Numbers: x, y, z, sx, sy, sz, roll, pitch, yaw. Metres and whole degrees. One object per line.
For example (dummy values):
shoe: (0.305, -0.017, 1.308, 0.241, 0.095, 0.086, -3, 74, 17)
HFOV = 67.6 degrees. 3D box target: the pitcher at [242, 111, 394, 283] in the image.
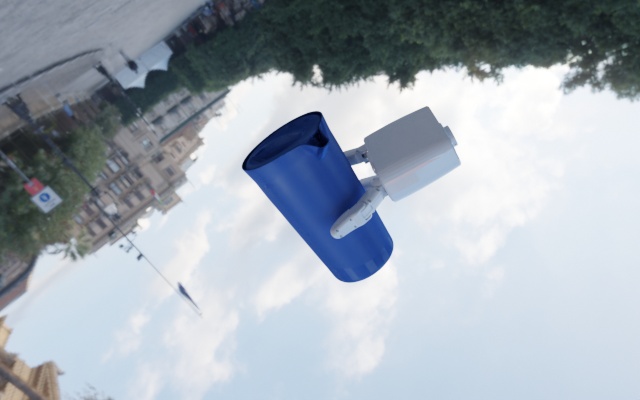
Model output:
pitcher: (0.000, 0.002, 0.705, 0.145, 0.243, 0.149, -30, 24, 12)
